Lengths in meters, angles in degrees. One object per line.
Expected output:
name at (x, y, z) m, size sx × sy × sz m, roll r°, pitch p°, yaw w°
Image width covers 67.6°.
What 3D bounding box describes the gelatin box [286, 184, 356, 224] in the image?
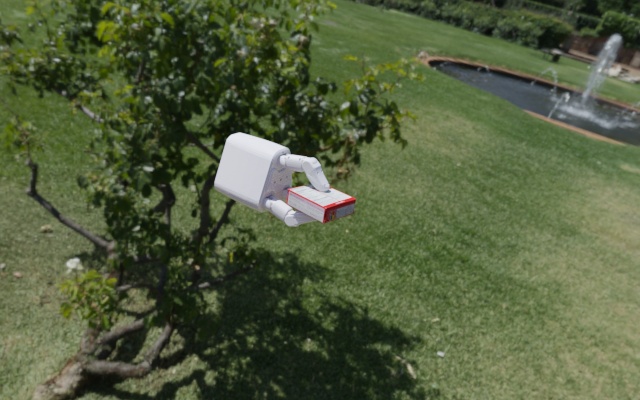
gelatin box at (0.000, 0.002, 0.771) m, size 0.089 × 0.030 × 0.073 m, roll 25°, pitch 28°, yaw 37°
